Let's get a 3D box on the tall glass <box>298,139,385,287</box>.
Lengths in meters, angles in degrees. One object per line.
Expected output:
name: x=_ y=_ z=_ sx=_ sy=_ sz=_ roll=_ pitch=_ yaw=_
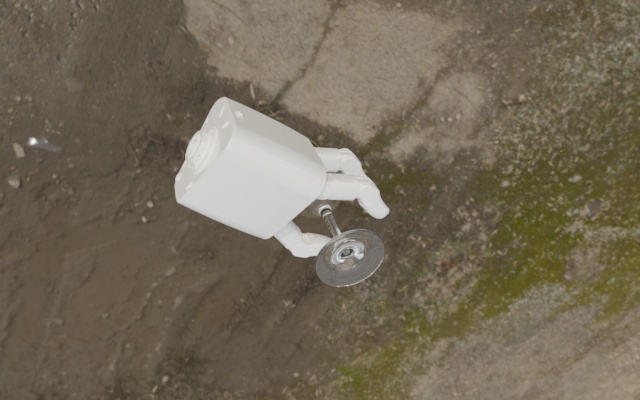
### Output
tall glass: x=0.000 y=0.002 z=0.549 sx=0.079 sy=0.079 sz=0.201 roll=0 pitch=35 yaw=-21
